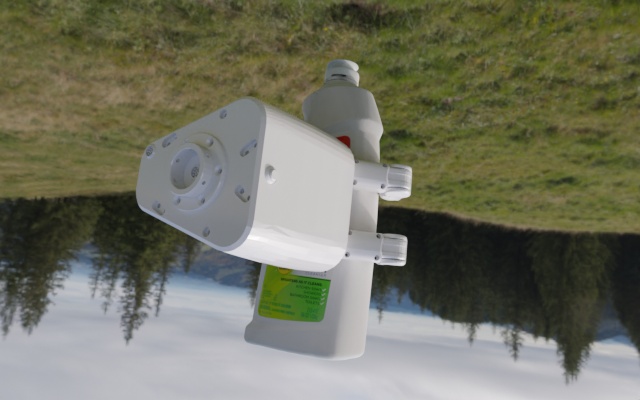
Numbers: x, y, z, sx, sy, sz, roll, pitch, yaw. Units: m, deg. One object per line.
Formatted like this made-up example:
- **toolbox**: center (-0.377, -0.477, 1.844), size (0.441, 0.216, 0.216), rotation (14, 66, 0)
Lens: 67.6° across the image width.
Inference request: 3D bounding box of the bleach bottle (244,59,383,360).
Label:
- **bleach bottle**: center (0.000, 0.001, 0.416), size (0.102, 0.250, 0.068), rotation (0, -11, 32)
